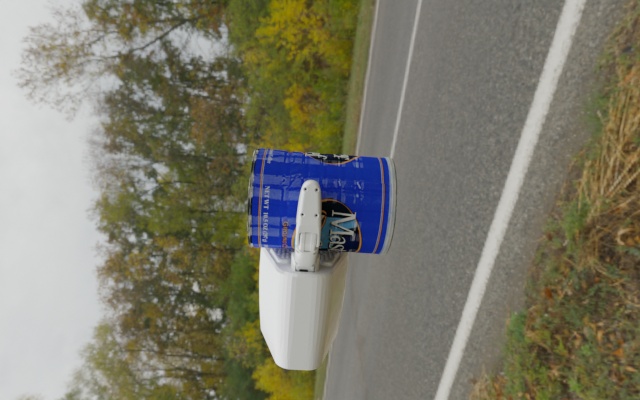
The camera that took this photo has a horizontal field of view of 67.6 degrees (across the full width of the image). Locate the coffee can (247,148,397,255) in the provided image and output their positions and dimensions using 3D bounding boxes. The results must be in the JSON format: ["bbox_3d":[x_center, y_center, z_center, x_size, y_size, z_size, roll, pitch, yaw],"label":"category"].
[{"bbox_3d":[0.000,0.001,0.497,0.140,0.103,0.103,4,0,-3],"label":"coffee can"}]
